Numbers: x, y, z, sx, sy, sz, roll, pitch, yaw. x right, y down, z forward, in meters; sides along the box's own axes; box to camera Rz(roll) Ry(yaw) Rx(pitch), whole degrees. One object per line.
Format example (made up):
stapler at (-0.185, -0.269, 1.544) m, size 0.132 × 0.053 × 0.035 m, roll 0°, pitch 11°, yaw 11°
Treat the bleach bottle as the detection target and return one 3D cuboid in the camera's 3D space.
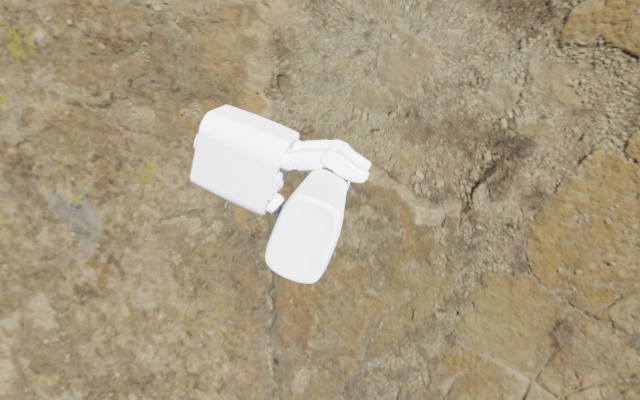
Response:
bleach bottle at (0.000, 0.002, 0.608) m, size 0.068 × 0.102 × 0.250 m, roll 23°, pitch 20°, yaw 1°
